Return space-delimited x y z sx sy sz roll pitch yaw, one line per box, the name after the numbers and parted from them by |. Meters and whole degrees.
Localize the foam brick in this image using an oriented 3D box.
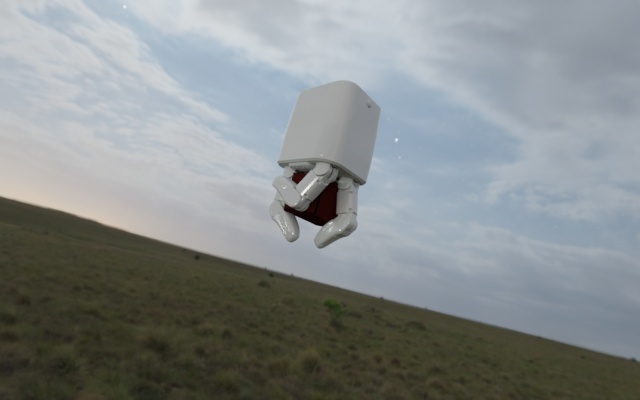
0.000 0.002 0.619 0.053 0.051 0.078 7 -13 35 | foam brick
